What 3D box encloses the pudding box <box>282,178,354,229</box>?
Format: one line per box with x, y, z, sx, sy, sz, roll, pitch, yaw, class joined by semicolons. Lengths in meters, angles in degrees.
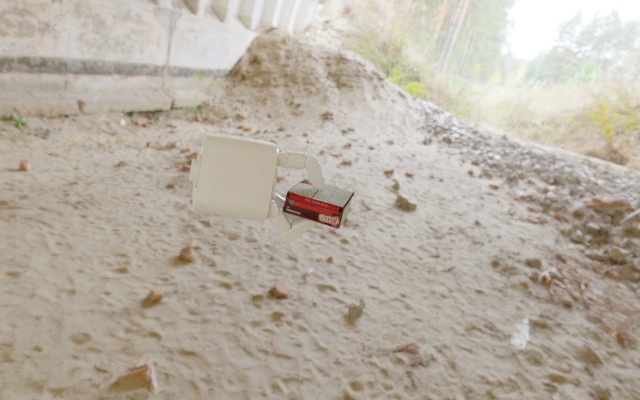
0.000;0.002;0.746;0.090;0.039;0.113;18;18;8;pudding box
